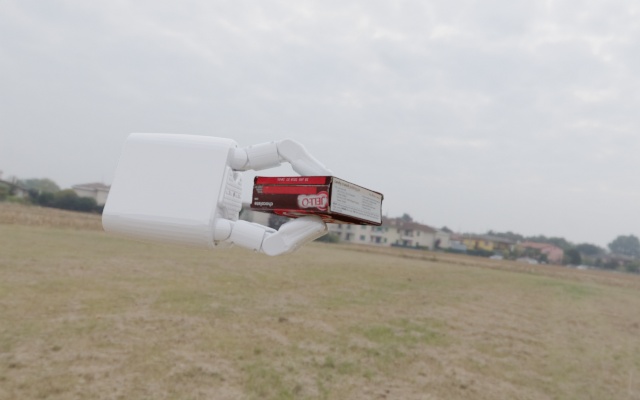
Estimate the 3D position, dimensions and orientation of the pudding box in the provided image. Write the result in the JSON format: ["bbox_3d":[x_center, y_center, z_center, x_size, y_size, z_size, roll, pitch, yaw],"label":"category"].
[{"bbox_3d":[0.000,0.001,0.476,0.090,0.039,0.113,3,-5,33],"label":"pudding box"}]
